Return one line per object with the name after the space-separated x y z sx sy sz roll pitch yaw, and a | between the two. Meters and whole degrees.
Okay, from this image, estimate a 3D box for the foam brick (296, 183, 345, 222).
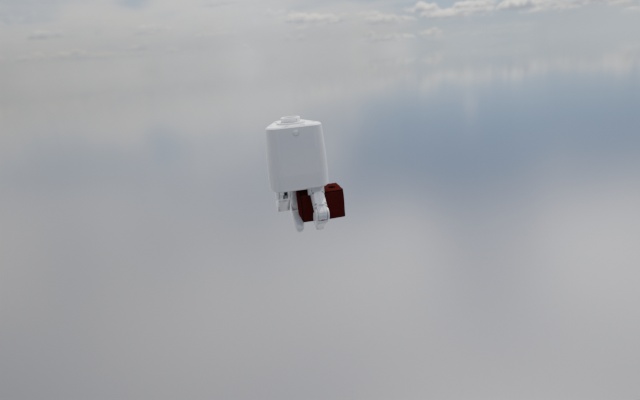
0.000 0.003 0.842 0.078 0.051 0.053 -8 16 -10 | foam brick
